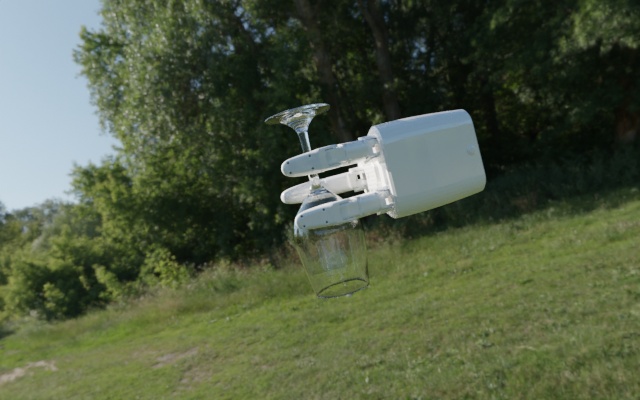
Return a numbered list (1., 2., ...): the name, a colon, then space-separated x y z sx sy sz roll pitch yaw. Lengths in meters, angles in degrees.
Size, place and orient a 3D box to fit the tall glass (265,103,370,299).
1. tall glass: 0.000 0.001 0.524 0.079 0.201 0.079 -14 2 0
